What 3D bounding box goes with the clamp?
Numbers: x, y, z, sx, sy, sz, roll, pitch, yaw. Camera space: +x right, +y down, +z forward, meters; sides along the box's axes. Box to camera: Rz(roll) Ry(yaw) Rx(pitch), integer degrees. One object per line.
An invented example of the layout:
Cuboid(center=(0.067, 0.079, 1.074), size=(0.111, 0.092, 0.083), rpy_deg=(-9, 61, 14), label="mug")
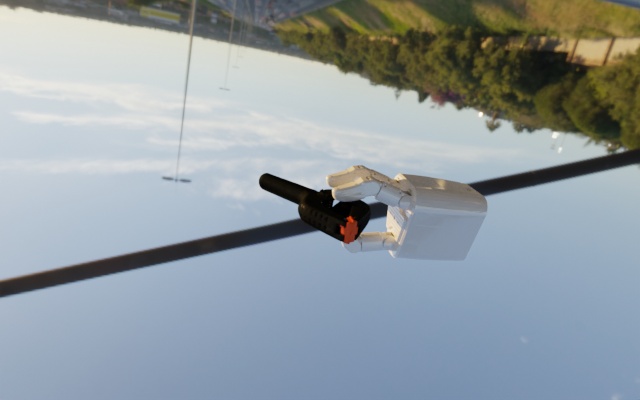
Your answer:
Cuboid(center=(0.000, 0.003, 0.645), size=(0.164, 0.036, 0.210), rpy_deg=(3, 19, -9), label="clamp")
